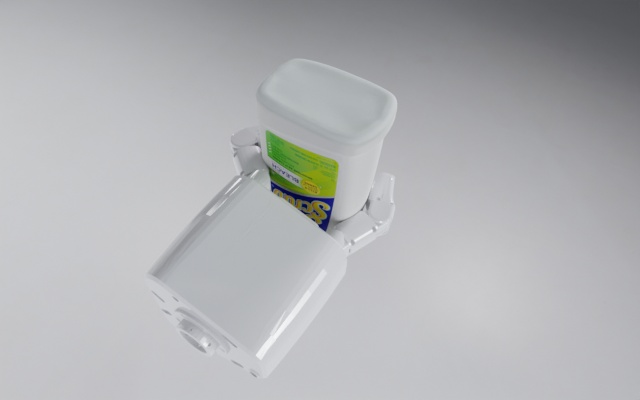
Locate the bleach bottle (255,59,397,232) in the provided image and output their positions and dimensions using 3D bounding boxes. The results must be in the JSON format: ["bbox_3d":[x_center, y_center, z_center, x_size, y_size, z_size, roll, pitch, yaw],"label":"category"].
[{"bbox_3d":[0.000,0.001,0.434,0.102,0.068,0.251,28,-33,19],"label":"bleach bottle"}]
